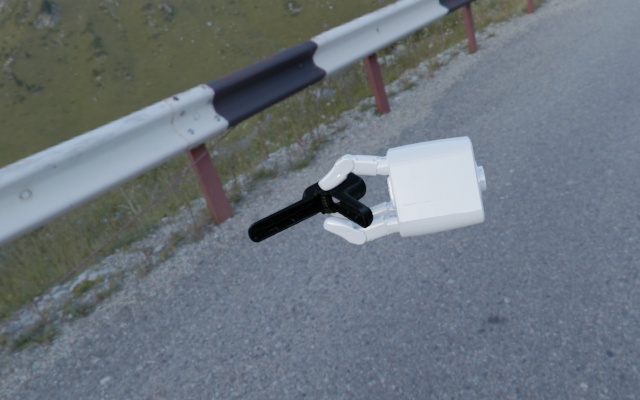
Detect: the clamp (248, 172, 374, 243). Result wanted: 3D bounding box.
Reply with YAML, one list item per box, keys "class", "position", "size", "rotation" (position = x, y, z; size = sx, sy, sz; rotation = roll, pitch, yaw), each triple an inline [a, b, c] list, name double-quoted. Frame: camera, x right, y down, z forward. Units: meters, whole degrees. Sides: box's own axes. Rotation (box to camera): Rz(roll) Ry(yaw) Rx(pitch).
- class: "clamp"
  position: [0.000, 0.001, 0.662]
  size: [0.164, 0.036, 0.210]
  rotation: [-10, 17, 15]
